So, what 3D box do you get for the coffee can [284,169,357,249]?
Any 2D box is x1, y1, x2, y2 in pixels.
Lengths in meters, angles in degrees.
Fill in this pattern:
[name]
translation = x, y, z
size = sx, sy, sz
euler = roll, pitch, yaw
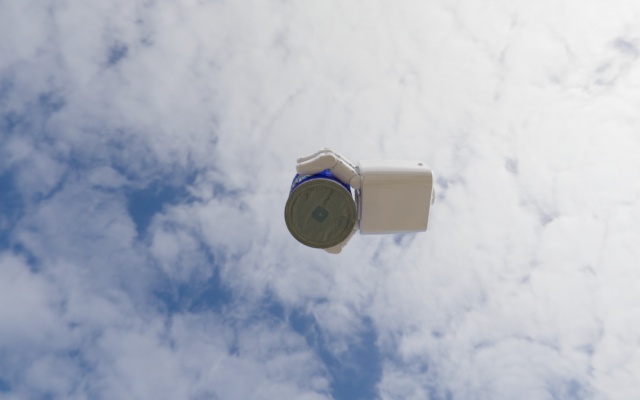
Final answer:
[coffee can]
translation = 0.000, 0.003, 0.738
size = 0.103, 0.103, 0.140
euler = 0, 15, 0
